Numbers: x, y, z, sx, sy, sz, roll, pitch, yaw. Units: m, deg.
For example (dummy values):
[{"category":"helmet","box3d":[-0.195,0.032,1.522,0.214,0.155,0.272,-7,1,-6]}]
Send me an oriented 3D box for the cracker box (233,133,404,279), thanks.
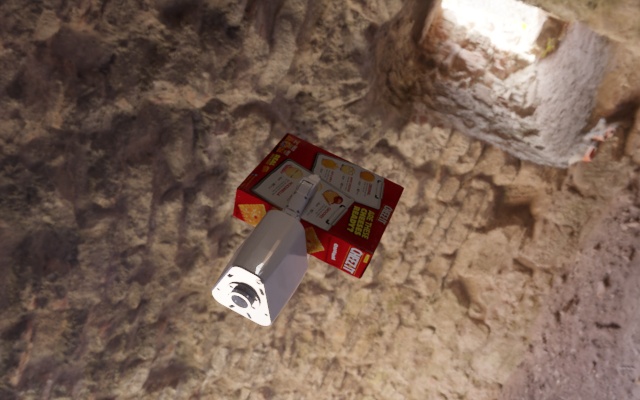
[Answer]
[{"category":"cracker box","box3d":[0.000,0.002,0.733,0.213,0.072,0.164,26,44,7]}]
